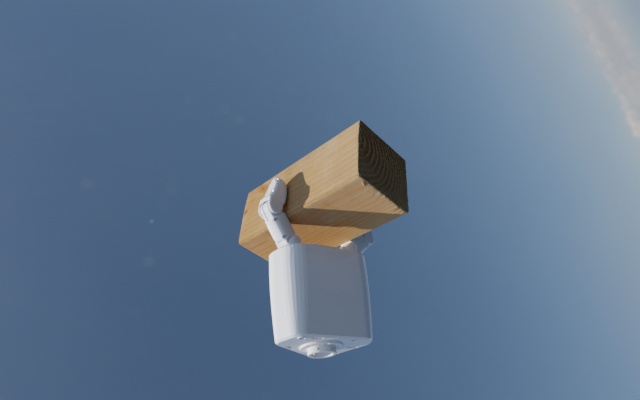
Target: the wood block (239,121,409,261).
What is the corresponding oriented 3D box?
[{"bbox_3d":[0.000,0.002,0.607,0.206,0.090,0.091,-29,-50,35],"label":"wood block"}]
